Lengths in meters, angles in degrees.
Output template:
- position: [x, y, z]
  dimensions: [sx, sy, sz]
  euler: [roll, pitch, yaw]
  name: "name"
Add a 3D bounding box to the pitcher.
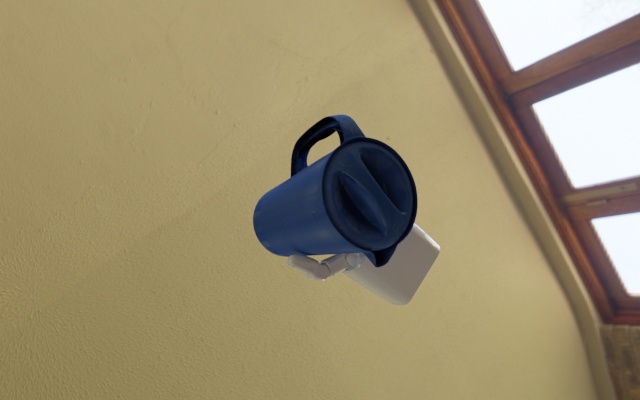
- position: [0.000, 0.002, 0.636]
  dimensions: [0.145, 0.149, 0.243]
  euler: [35, -25, -20]
  name: "pitcher"
